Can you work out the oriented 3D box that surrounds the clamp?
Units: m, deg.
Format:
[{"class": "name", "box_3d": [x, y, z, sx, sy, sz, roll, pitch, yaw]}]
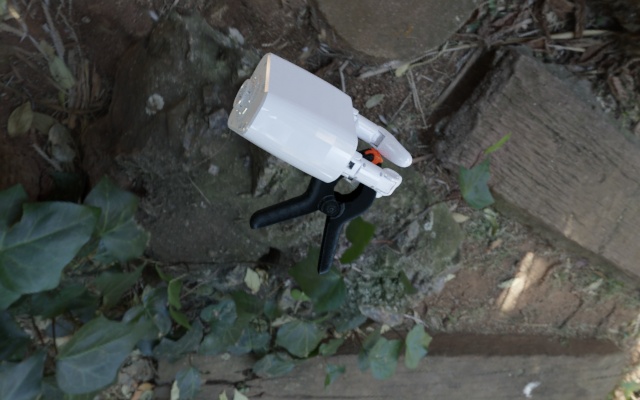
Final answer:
[{"class": "clamp", "box_3d": [0.000, 0.002, 0.560, 0.120, 0.171, 0.039, 26, 19, -23]}]
